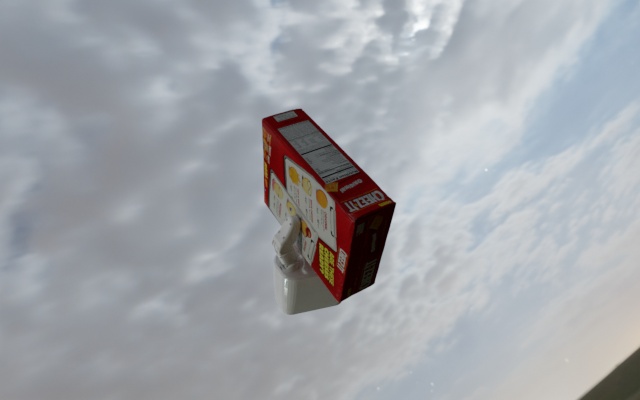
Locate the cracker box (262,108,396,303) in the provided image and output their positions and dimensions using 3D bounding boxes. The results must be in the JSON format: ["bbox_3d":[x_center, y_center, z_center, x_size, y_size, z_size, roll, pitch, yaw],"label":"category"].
[{"bbox_3d":[0.000,0.002,0.643,0.072,0.164,0.213,-23,52,-25],"label":"cracker box"}]
